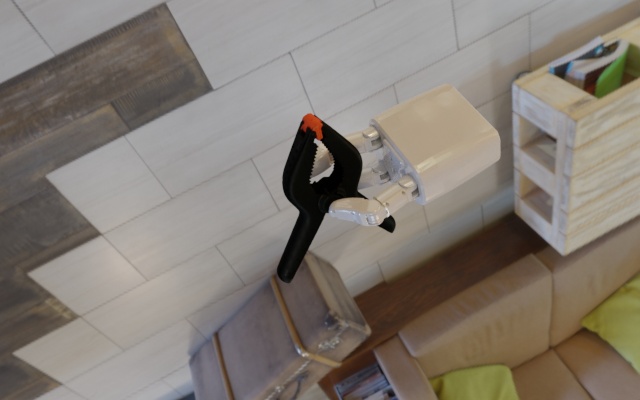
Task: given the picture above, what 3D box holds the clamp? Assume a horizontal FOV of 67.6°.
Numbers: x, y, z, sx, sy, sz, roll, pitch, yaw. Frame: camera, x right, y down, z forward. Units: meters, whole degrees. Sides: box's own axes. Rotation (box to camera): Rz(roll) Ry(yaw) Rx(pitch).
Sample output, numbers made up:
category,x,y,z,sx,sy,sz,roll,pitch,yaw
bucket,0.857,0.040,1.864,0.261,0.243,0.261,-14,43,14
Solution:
category,x,y,z,sx,sy,sz,roll,pitch,yaw
clamp,0.001,0.002,0.542,0.164,0.210,0.036,-30,44,-10
